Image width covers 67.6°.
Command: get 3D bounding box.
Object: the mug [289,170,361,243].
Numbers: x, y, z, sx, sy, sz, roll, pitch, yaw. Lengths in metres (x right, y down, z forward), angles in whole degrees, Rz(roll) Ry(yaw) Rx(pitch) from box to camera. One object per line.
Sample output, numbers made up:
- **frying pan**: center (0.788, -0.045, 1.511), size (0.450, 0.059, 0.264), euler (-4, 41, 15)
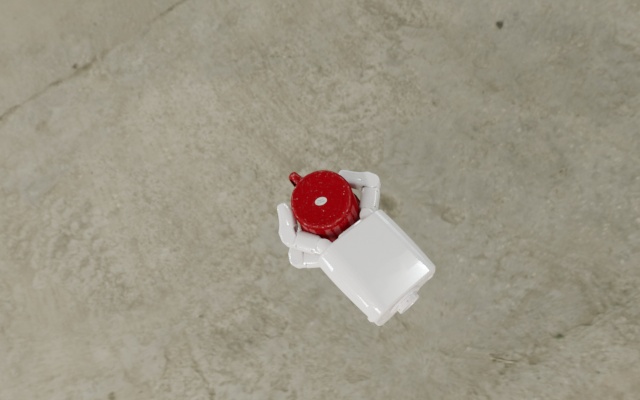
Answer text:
- **mug**: center (-0.001, 0.001, 0.644), size (0.117, 0.093, 0.081), euler (46, -5, 21)
